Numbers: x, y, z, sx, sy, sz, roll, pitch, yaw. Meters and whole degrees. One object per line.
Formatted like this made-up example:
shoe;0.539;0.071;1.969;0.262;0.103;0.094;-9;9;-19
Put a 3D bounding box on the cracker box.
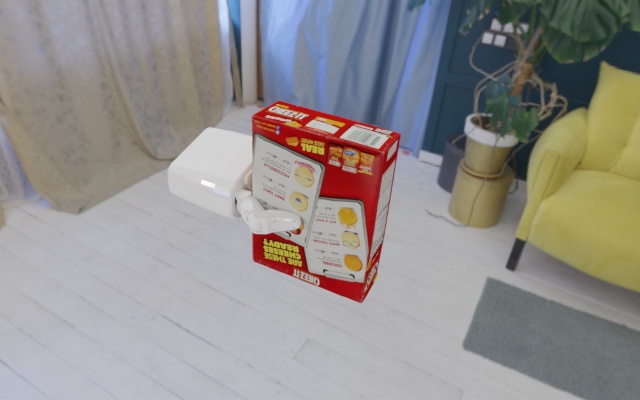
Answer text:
cracker box;0.000;0.002;0.589;0.164;0.214;0.072;18;35;21
